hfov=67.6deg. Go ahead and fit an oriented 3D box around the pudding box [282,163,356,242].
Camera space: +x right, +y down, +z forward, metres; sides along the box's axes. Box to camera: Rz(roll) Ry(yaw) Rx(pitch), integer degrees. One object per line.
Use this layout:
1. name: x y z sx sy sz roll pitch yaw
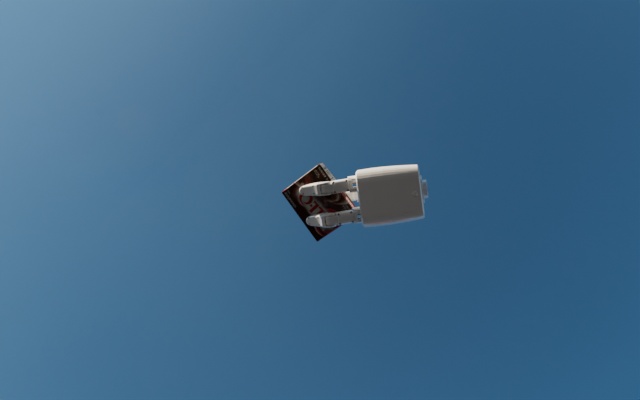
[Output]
1. pudding box: 0.000 0.003 0.855 0.090 0.113 0.039 -36 -1 17
